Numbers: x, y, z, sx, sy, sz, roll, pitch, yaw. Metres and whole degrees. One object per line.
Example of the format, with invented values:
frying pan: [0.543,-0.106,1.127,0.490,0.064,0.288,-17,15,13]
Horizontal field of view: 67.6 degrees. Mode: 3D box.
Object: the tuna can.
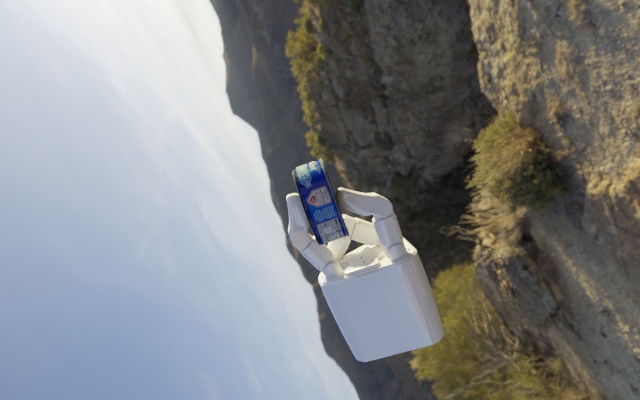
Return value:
tuna can: [0.000,0.002,0.493,0.034,0.086,0.086,-20,-1,1]
